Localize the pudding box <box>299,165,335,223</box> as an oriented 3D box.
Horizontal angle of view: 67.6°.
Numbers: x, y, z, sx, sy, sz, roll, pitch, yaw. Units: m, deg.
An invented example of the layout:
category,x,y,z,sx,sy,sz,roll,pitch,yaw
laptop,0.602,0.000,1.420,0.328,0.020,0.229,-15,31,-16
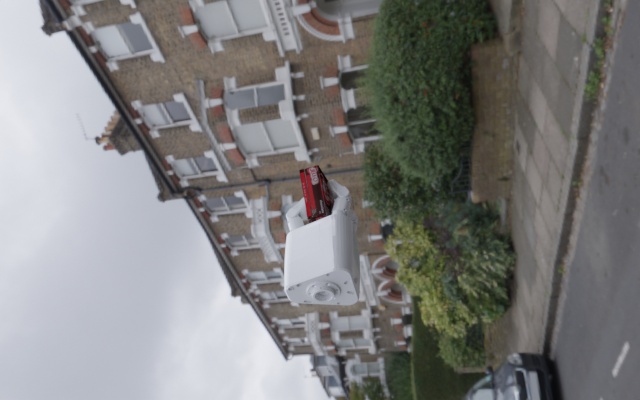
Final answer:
category,x,y,z,sx,sy,sz,roll,pitch,yaw
pudding box,0.000,0.003,0.807,0.039,0.090,0.113,-12,-20,8
